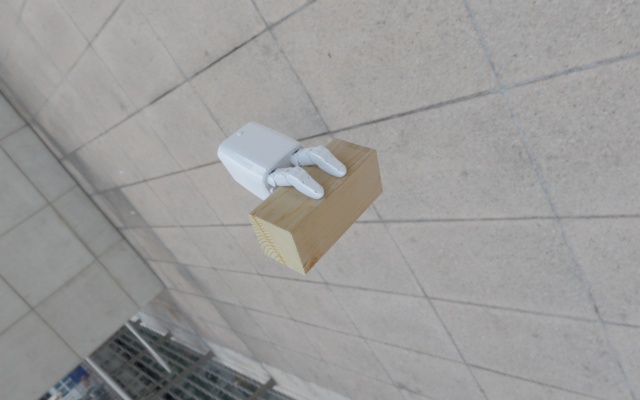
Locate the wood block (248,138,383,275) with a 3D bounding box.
[{"bbox_3d":[0.000,0.003,0.742,0.090,0.091,0.206,21,51,35],"label":"wood block"}]
